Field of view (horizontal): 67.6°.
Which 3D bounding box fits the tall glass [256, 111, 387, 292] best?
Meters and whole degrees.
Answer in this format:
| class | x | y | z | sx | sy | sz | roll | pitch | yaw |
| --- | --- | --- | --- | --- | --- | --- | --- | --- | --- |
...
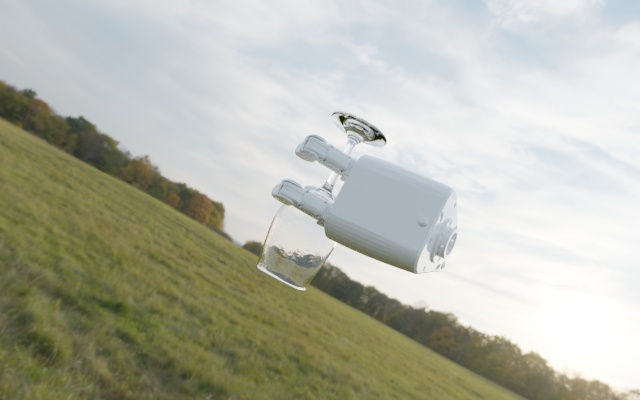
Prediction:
| class | x | y | z | sx | sy | sz | roll | pitch | yaw |
| --- | --- | --- | --- | --- | --- | --- | --- | --- | --- |
| tall glass | 0.000 | 0.001 | 0.552 | 0.079 | 0.201 | 0.079 | 28 | -9 | 5 |
